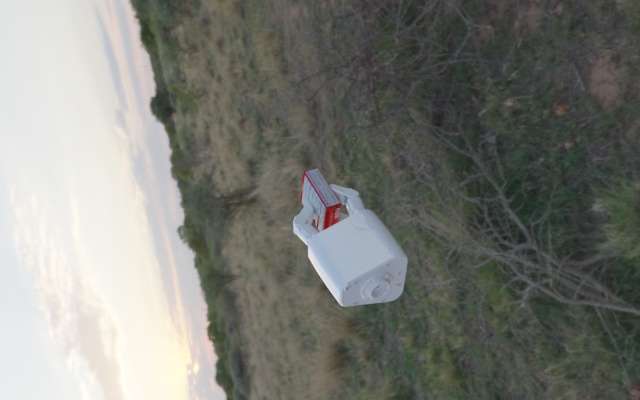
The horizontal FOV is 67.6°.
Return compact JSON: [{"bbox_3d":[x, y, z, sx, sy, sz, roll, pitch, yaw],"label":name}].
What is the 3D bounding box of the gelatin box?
[{"bbox_3d":[0.000,0.002,0.782,0.030,0.089,0.073,-18,-36,-21],"label":"gelatin box"}]
